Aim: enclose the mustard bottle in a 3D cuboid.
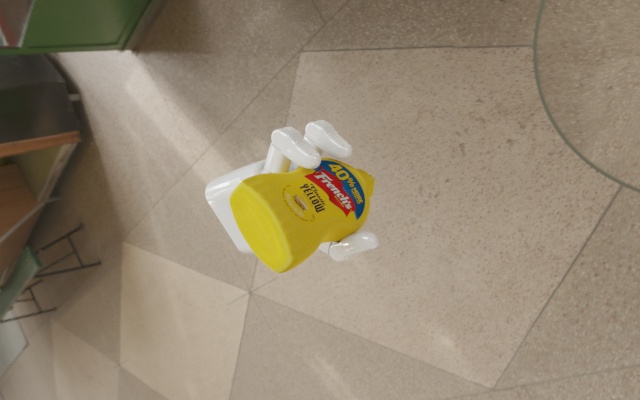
[{"bbox_3d":[0.000,0.002,0.519,0.191,0.096,0.058,-23,-17,-47],"label":"mustard bottle"}]
